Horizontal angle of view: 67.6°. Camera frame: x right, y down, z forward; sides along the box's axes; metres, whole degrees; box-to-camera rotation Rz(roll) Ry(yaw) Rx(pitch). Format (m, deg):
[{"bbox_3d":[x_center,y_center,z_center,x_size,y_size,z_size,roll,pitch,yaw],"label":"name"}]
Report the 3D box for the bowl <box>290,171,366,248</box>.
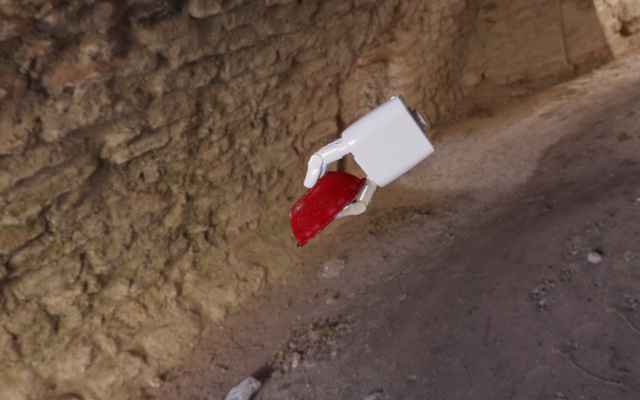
[{"bbox_3d":[-0.001,0.003,0.788,0.055,0.162,0.162,44,-4,-4],"label":"bowl"}]
